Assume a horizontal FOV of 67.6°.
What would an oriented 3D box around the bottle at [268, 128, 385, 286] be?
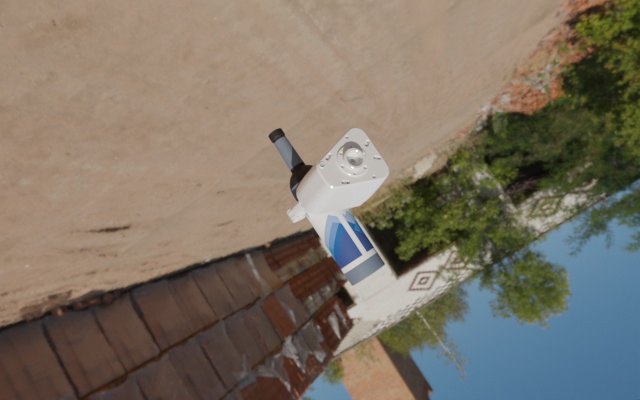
[{"bbox_3d":[0.000,0.003,0.814,0.069,0.295,0.069,-33,-8,-5],"label":"bottle"}]
